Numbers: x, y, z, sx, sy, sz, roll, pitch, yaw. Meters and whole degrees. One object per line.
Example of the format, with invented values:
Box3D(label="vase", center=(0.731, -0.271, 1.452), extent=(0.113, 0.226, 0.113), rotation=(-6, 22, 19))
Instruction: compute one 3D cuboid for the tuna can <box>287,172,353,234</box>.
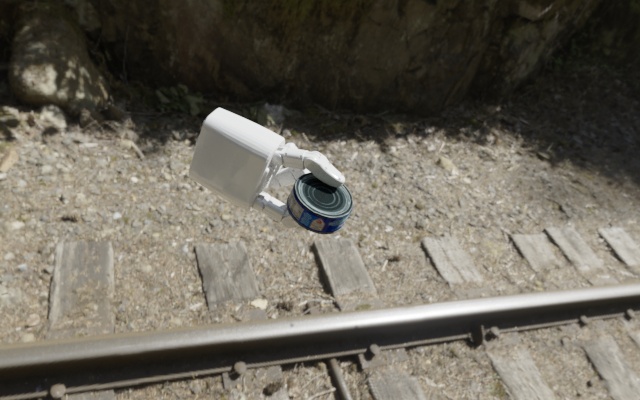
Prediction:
Box3D(label="tuna can", center=(0.000, 0.002, 0.640), extent=(0.086, 0.086, 0.034), rotation=(0, -42, -28))
